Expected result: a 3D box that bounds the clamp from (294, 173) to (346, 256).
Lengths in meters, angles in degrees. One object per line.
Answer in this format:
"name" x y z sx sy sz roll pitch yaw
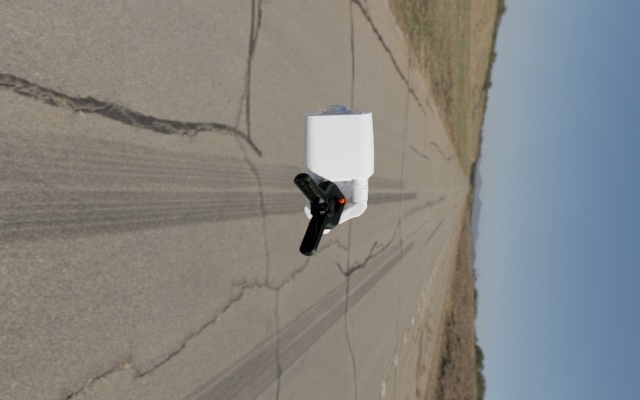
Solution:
"clamp" 0.001 0.003 0.748 0.039 0.120 0.171 4 18 17
